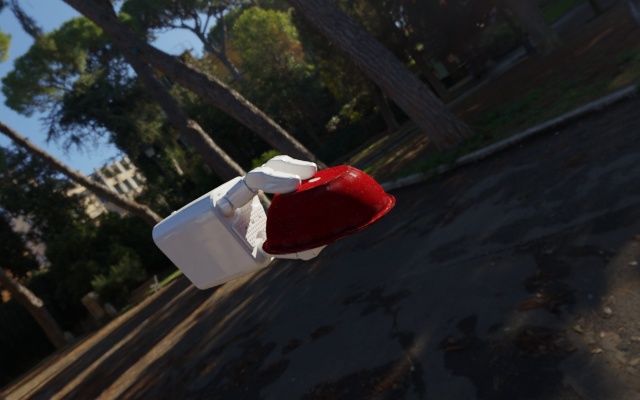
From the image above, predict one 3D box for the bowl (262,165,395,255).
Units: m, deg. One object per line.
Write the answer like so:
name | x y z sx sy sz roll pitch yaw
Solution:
bowl | 0.001 0.001 0.543 0.162 0.055 0.162 -19 12 4
